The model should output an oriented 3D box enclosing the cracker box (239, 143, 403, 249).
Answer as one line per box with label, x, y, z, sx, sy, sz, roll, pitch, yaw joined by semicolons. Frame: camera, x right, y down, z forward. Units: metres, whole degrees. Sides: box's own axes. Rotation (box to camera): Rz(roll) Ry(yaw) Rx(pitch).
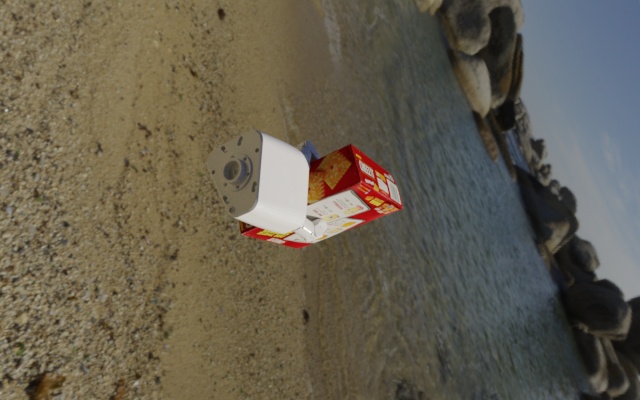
cracker box;0.000;0.003;0.763;0.214;0.072;0.164;-23;-24;24
